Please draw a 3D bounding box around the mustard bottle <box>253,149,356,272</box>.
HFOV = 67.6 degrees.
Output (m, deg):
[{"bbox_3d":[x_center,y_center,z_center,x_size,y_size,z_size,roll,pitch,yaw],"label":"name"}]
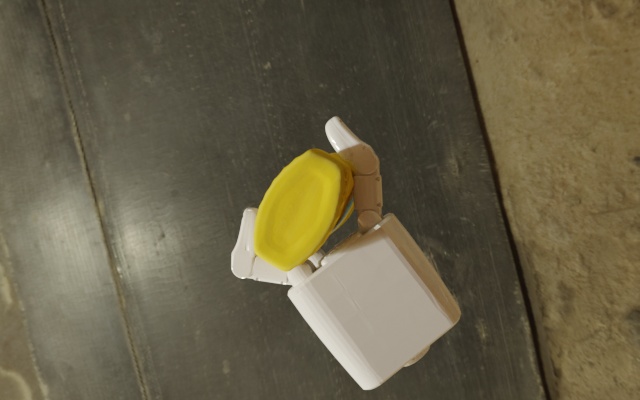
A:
[{"bbox_3d":[0.000,0.001,0.446,0.058,0.096,0.191,29,9,7],"label":"mustard bottle"}]
